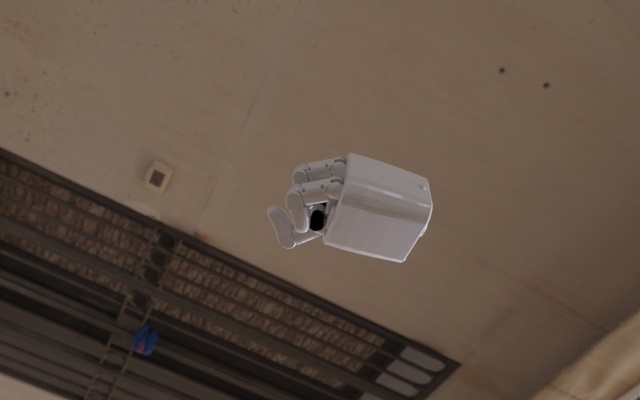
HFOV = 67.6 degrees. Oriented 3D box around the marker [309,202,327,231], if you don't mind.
[{"bbox_3d":[0.000,0.002,0.622,0.020,0.020,0.121,0,30,7],"label":"marker"}]
